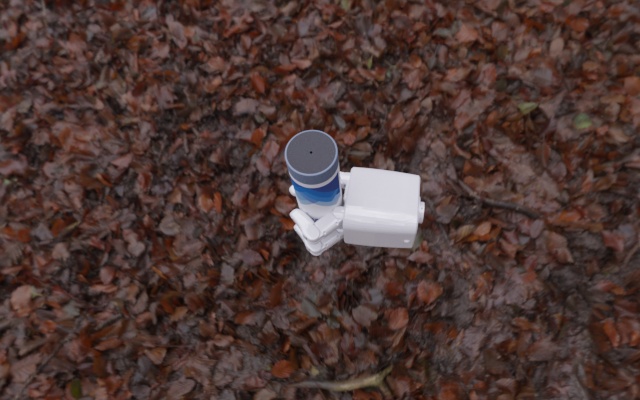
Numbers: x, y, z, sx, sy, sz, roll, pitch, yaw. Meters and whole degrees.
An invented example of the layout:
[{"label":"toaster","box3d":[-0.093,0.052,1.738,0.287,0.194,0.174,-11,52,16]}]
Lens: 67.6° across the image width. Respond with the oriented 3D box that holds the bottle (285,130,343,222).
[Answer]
[{"label":"bottle","box3d":[0.000,0.002,0.724,0.069,0.069,0.296,0,-25,5]}]
